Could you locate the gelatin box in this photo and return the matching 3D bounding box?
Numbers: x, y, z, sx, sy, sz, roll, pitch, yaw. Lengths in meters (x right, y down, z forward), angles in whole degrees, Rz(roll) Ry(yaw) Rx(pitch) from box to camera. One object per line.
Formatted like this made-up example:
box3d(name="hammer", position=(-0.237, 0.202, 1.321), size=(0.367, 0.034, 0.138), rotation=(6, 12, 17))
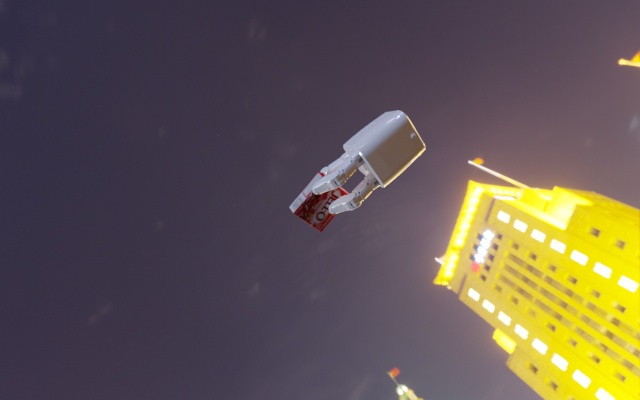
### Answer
box3d(name="gelatin box", position=(0.000, 0.003, 0.865), size=(0.073, 0.089, 0.030), rotation=(36, 9, -32))
